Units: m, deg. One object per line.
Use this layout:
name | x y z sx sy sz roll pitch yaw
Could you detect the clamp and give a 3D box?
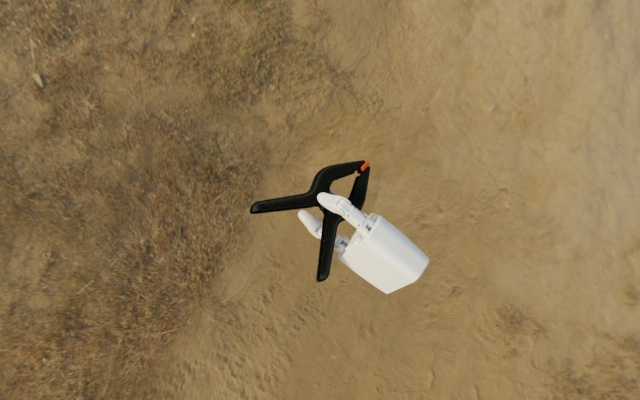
clamp | 0.001 0.002 0.777 0.164 0.210 0.036 40 -18 -6
